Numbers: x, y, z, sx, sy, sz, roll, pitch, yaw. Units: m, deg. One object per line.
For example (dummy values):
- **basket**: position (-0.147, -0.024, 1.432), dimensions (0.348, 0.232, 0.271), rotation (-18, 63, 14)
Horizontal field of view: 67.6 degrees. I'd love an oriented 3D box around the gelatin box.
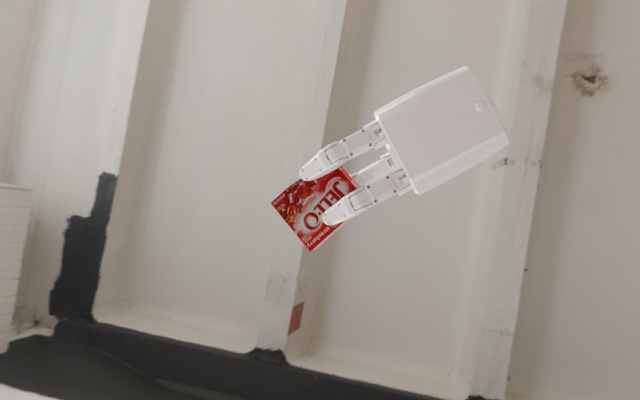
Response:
- **gelatin box**: position (0.000, 0.002, 0.542), dimensions (0.089, 0.073, 0.030), rotation (-42, -9, 12)
